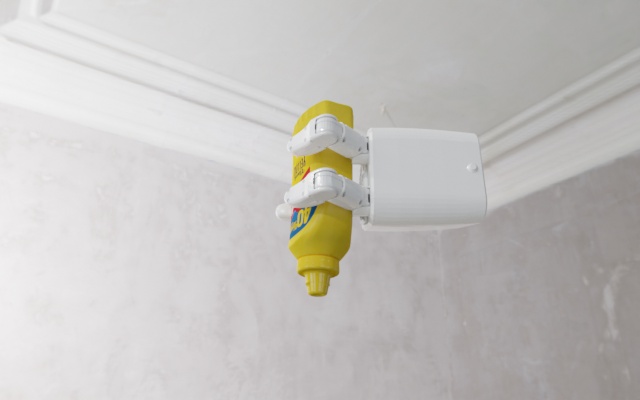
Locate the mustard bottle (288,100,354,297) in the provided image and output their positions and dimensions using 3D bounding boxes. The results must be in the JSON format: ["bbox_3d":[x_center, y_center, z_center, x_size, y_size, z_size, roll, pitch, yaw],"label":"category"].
[{"bbox_3d":[0.000,0.001,0.486,0.058,0.191,0.096,11,-26,-22],"label":"mustard bottle"}]
